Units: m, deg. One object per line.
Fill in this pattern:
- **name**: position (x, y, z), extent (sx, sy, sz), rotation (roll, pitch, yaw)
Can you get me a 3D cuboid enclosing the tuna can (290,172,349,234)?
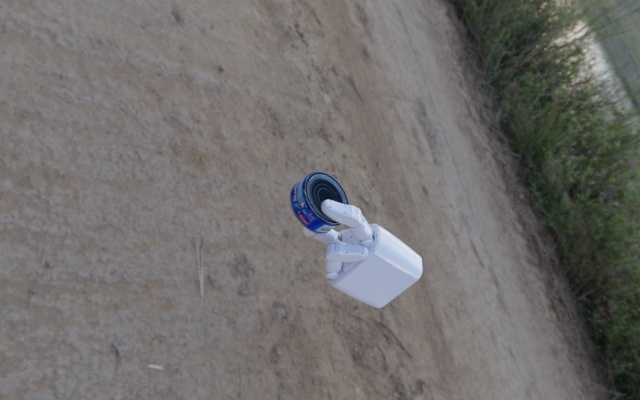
- **tuna can**: position (0.000, 0.002, 0.686), extent (0.086, 0.086, 0.034), rotation (0, -24, -44)
